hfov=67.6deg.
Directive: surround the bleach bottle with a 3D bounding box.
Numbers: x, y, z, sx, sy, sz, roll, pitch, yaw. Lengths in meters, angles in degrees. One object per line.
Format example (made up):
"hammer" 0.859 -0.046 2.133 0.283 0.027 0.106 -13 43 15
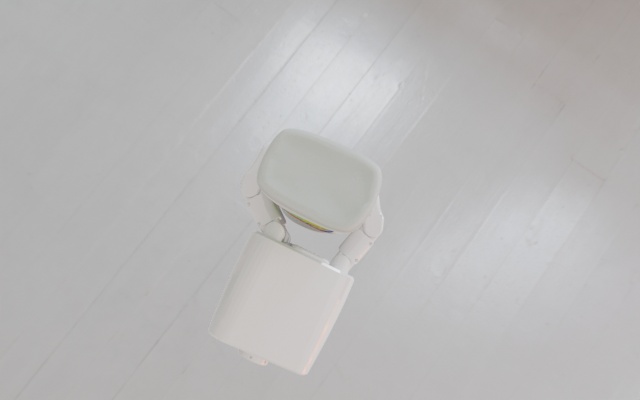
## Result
"bleach bottle" 0.000 0.002 0.503 0.102 0.068 0.251 26 -8 6
